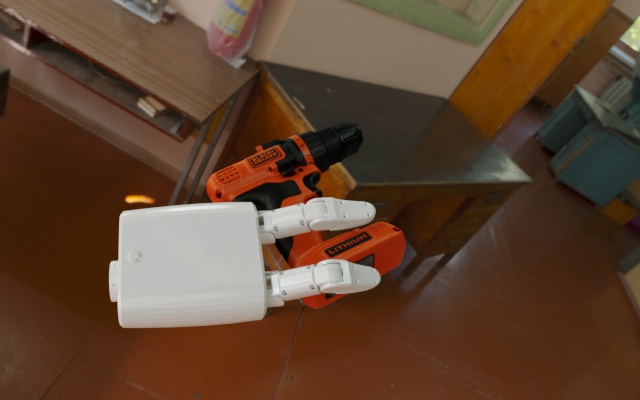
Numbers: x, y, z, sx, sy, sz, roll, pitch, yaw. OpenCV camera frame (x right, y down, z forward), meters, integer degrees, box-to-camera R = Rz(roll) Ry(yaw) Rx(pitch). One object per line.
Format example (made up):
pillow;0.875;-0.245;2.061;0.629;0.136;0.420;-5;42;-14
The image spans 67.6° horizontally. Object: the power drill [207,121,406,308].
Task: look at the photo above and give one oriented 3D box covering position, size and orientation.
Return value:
power drill;0.000;0.002;0.477;0.184;0.057;0.187;-27;49;-16
